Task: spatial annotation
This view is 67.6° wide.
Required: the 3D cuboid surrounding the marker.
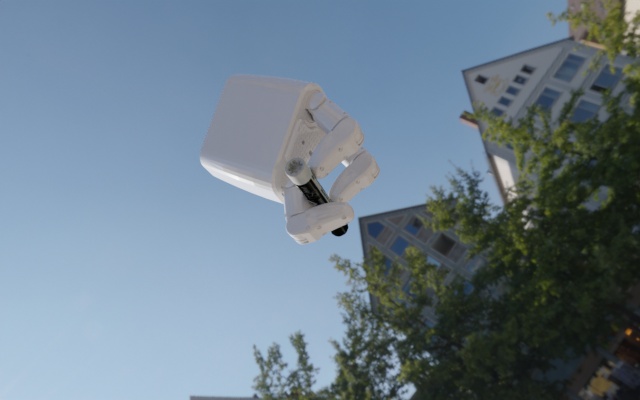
[{"bbox_3d":[0.000,0.001,0.440,0.020,0.020,0.121,0,-29,24],"label":"marker"}]
